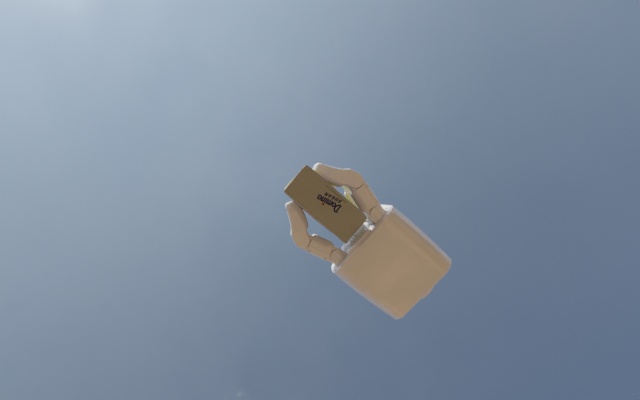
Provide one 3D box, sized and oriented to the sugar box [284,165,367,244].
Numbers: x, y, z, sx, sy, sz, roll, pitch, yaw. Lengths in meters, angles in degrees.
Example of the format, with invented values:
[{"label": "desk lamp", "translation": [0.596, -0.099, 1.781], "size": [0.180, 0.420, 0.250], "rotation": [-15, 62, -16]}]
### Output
[{"label": "sugar box", "translation": [0.001, 0.002, 0.606], "size": [0.093, 0.048, 0.176], "rotation": [40, -4, -5]}]
